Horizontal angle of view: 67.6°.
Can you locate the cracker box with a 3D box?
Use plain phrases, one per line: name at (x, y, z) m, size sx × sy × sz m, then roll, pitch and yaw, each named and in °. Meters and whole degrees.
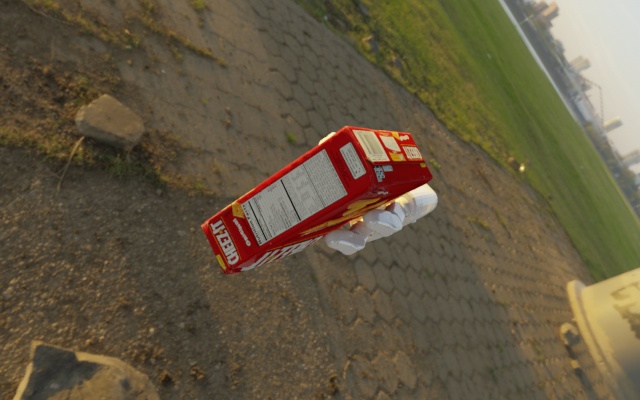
cracker box at (0.000, 0.002, 0.543) m, size 0.214 × 0.072 × 0.164 m, roll -32°, pitch -11°, yaw 29°
